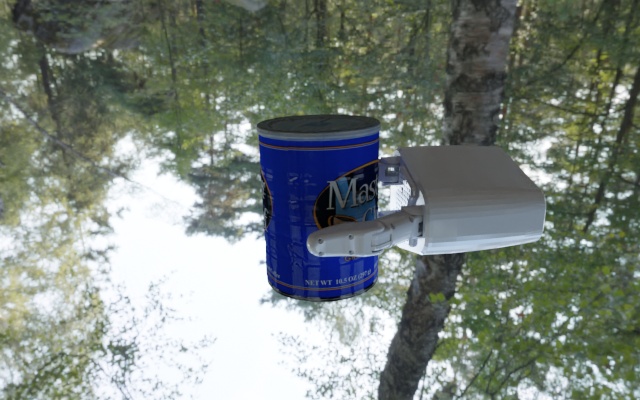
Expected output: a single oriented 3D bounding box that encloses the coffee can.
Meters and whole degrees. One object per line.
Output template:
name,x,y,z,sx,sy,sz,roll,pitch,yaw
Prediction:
coffee can,0.000,0.001,0.416,0.103,0.140,0.102,-1,17,0
